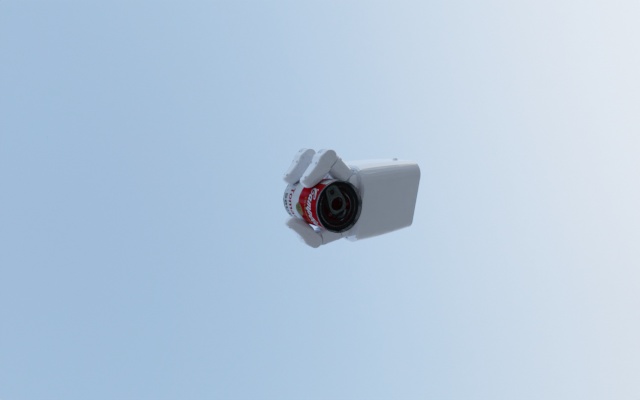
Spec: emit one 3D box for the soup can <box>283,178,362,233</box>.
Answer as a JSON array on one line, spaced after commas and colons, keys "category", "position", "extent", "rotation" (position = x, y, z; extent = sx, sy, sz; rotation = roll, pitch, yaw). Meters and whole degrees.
[{"category": "soup can", "position": [0.000, 0.002, 0.647], "extent": [0.068, 0.068, 0.102], "rotation": [0, 7, -30]}]
